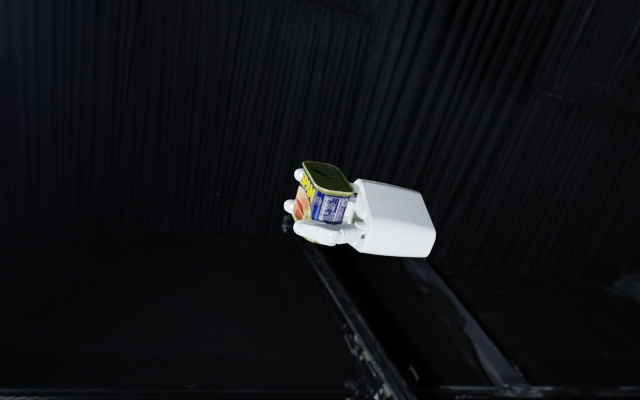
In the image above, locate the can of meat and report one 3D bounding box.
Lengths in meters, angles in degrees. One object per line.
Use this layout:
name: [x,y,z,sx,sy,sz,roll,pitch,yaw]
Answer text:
can of meat: [0.000,0.003,0.680,0.057,0.084,0.102,7,25,-20]
